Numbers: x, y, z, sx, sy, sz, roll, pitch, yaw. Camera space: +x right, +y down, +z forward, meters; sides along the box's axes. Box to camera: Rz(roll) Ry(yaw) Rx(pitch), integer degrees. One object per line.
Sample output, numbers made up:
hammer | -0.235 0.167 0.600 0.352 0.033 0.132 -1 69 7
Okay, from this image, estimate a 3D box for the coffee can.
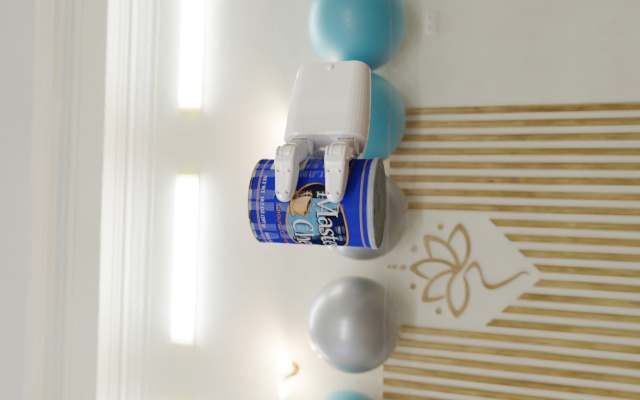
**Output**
coffee can | 0.000 0.002 0.556 0.140 0.103 0.103 1 0 15
